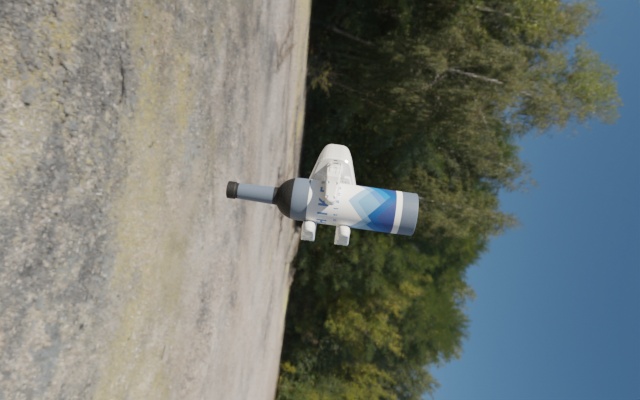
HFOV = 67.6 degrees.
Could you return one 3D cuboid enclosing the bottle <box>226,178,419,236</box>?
[{"bbox_3d":[0.000,0.002,0.748,0.296,0.069,0.069,8,0,1],"label":"bottle"}]
